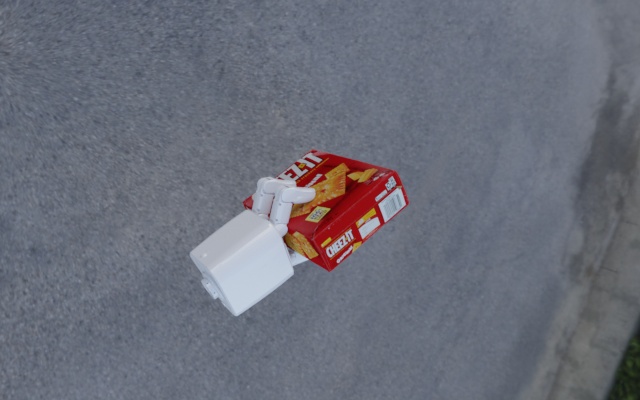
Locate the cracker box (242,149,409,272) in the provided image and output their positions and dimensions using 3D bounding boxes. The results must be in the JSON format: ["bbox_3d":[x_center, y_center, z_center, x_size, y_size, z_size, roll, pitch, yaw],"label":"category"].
[{"bbox_3d":[0.000,0.003,0.734,0.164,0.072,0.213,-38,32,-21],"label":"cracker box"}]
